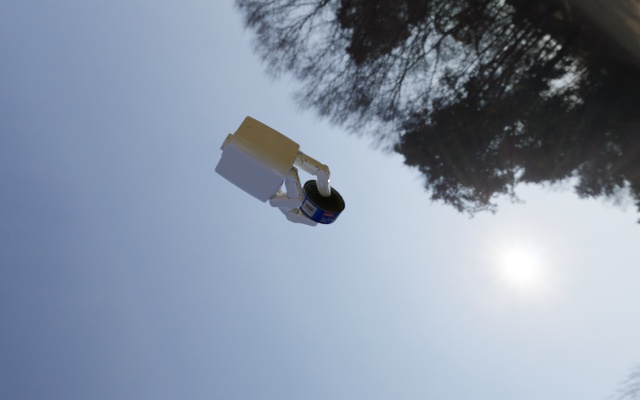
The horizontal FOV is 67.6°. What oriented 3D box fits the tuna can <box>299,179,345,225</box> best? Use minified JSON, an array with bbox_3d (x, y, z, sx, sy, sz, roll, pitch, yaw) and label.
[{"bbox_3d":[0.000,0.003,0.866,0.086,0.034,0.086,24,33,-17],"label":"tuna can"}]
